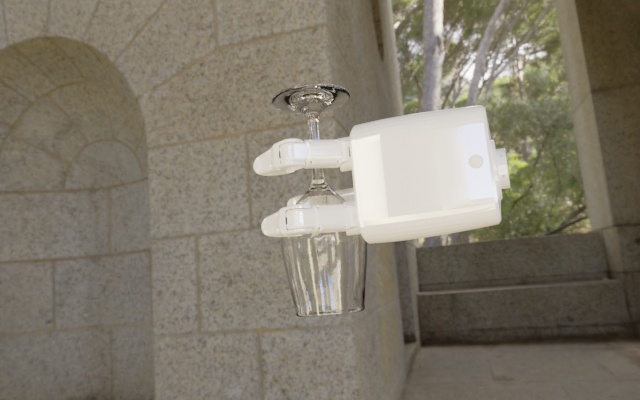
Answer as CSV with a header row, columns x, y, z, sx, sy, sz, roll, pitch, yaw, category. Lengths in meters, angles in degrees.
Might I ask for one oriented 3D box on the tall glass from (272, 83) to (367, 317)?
x,y,z,sx,sy,sz,roll,pitch,yaw,category
0.000,0.001,0.438,0.079,0.201,0.079,-5,-8,-1,tall glass
